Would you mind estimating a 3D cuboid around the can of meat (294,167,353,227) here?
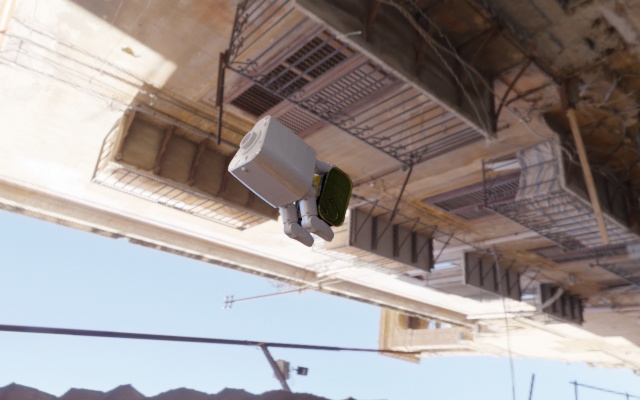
[{"bbox_3d":[0.000,0.003,0.820,0.057,0.102,0.084,34,-34,-30],"label":"can of meat"}]
